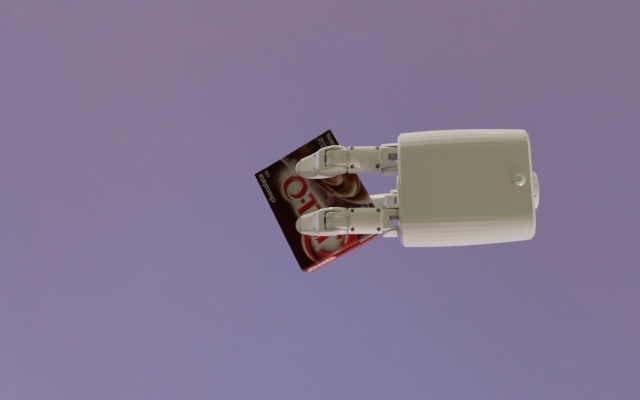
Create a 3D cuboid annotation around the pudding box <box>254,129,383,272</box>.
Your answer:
[{"bbox_3d":[0.000,0.002,0.471,0.090,0.113,0.039,-30,-17,7],"label":"pudding box"}]
